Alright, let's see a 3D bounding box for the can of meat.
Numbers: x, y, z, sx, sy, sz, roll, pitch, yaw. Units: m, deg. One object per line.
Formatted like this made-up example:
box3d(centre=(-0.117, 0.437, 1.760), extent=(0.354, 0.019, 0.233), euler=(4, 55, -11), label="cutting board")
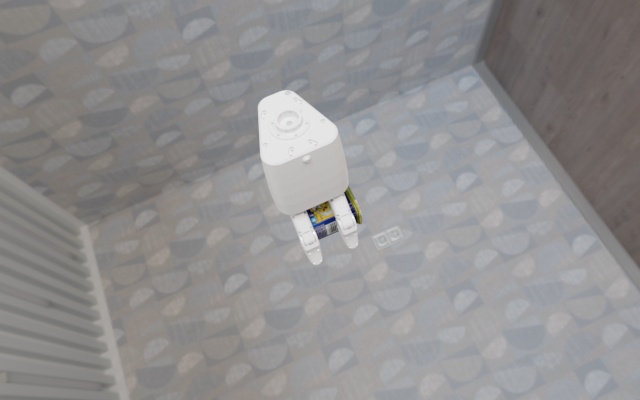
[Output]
box3d(centre=(0.000, 0.002, 0.678), extent=(0.084, 0.102, 0.057), euler=(-23, -29, -6), label="can of meat")
